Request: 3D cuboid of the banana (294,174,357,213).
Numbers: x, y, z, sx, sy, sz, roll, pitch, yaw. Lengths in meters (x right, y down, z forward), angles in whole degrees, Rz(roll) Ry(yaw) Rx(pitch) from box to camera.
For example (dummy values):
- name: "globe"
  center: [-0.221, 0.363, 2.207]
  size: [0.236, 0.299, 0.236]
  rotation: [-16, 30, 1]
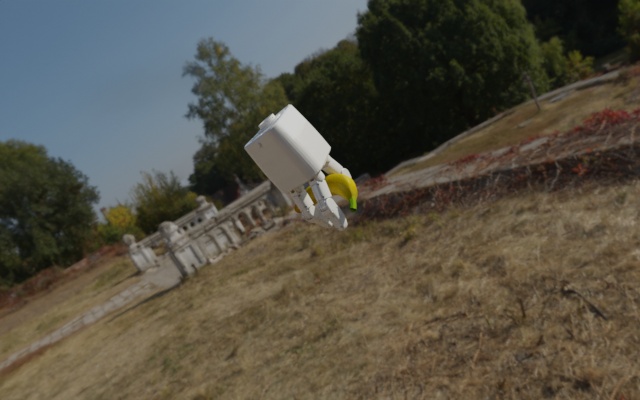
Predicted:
- name: "banana"
  center: [0.010, -0.013, 0.853]
  size: [0.037, 0.069, 0.198]
  rotation: [35, -19, -24]
